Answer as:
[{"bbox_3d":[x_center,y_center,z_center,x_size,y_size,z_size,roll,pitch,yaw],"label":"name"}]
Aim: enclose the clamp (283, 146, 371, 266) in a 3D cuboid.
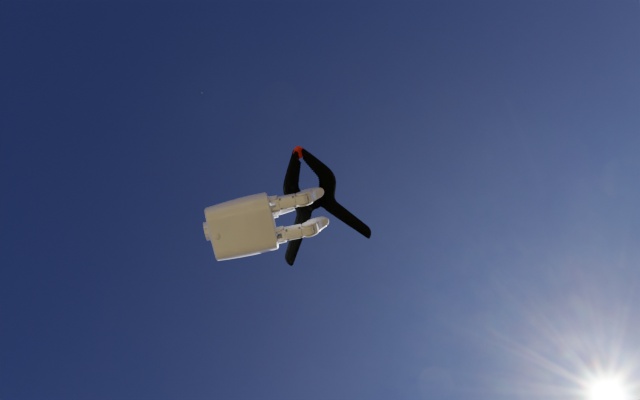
[{"bbox_3d":[0.000,0.002,0.854,0.164,0.210,0.036,-12,15,-8],"label":"clamp"}]
